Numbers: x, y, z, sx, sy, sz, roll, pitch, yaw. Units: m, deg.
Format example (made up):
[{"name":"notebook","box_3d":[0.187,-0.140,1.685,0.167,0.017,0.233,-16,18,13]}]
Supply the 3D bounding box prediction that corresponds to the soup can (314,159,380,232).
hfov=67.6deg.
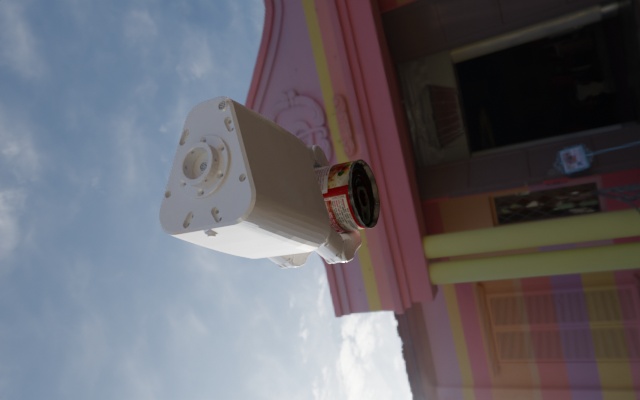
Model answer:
[{"name":"soup can","box_3d":[0.000,0.002,0.484,0.102,0.068,0.068,-10,-5,27]}]
